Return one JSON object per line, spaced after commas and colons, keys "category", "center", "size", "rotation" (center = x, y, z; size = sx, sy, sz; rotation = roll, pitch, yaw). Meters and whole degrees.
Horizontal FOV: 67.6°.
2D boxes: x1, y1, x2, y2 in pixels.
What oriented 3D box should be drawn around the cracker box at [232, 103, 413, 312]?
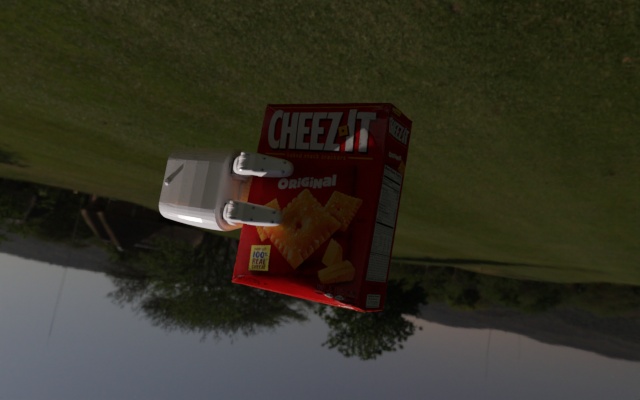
{"category": "cracker box", "center": [0.000, 0.002, 0.533], "size": [0.164, 0.213, 0.072], "rotation": [6, -7, 30]}
